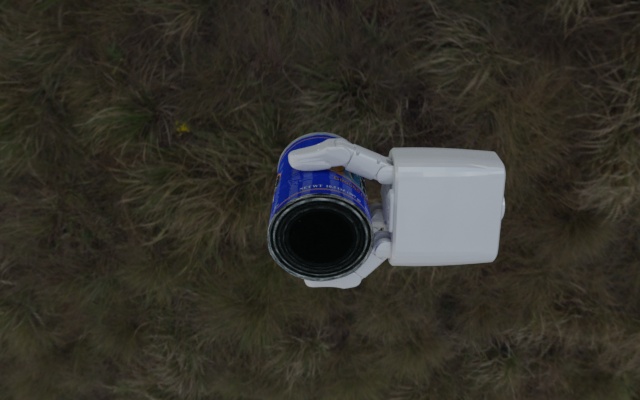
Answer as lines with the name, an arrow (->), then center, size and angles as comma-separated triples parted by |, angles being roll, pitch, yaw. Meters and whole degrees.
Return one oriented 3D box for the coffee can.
coffee can -> 0.000, 0.002, 0.511 | 0.103, 0.103, 0.140 | 0, 32, 0
